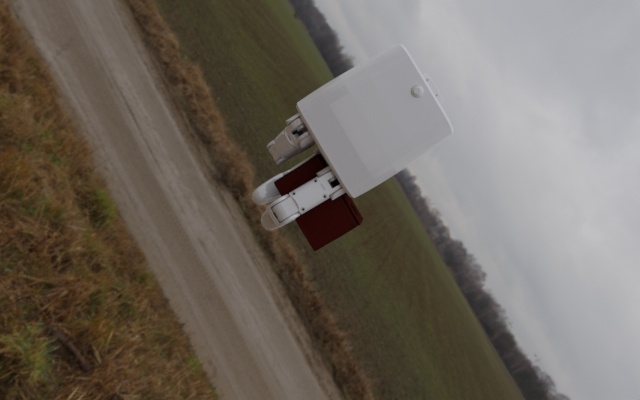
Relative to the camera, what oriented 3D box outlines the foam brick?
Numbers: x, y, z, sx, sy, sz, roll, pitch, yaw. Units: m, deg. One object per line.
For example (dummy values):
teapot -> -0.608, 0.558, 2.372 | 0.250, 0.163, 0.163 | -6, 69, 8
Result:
foam brick -> 0.000, 0.002, 0.461 | 0.051, 0.078, 0.053 | -31, -1, 8
